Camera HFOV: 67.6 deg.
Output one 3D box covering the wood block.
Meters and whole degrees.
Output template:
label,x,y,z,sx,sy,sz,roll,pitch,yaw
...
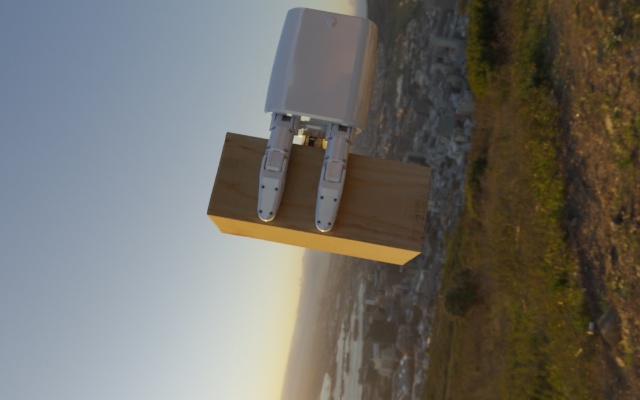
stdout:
label,x,y,z,sx,sy,sz,roll,pitch,yaw
wood block,0.000,0.001,0.501,0.206,0.090,0.091,10,-15,1
